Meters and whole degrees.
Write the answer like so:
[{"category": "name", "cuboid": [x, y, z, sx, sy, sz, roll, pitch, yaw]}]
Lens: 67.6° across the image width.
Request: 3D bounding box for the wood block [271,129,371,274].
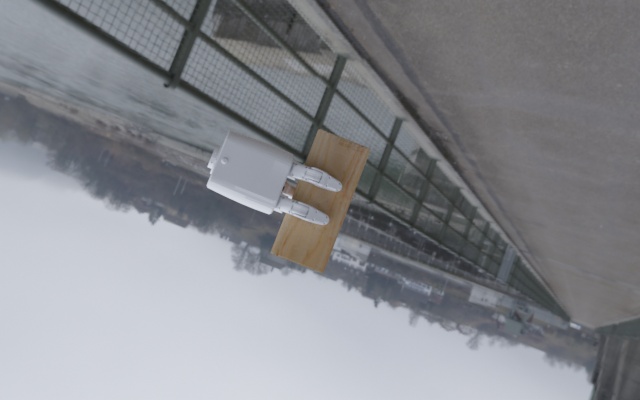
[{"category": "wood block", "cuboid": [0.000, 0.003, 0.775, 0.090, 0.206, 0.091, 21, -4, -1]}]
